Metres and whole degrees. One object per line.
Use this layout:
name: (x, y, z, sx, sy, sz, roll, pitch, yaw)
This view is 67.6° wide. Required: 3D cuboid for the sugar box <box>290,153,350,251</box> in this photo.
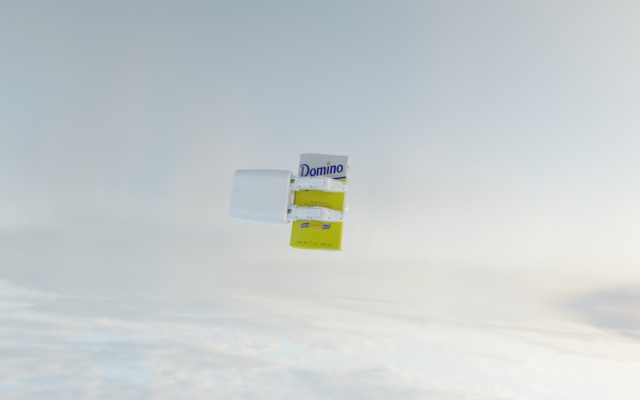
sugar box: (0.000, 0.003, 0.880, 0.093, 0.176, 0.048, 4, -10, 8)
